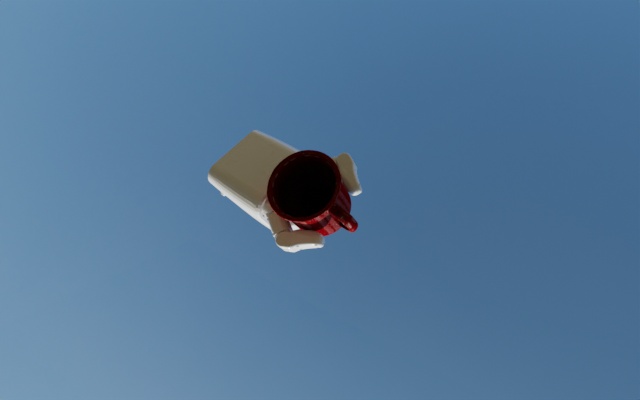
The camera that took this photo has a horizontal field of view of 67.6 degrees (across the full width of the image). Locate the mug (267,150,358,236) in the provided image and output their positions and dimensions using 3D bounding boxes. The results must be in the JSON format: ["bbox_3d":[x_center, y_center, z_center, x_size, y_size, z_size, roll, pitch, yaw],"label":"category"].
[{"bbox_3d":[0.001,0.003,0.593,0.117,0.093,0.081,33,-9,27],"label":"mug"}]
